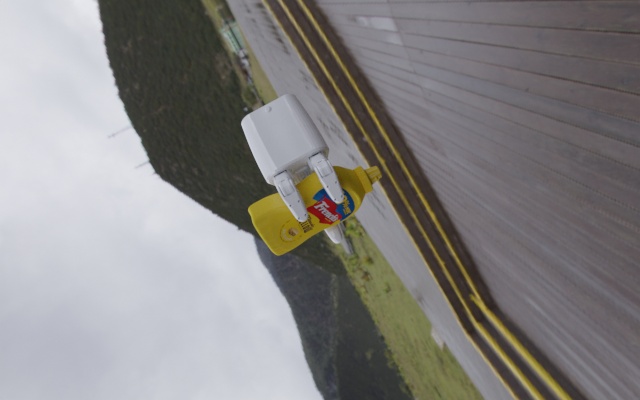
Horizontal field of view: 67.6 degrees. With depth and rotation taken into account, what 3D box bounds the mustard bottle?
[{"bbox_3d":[0.000,0.003,0.687,0.191,0.058,0.096,-28,-45,0],"label":"mustard bottle"}]
